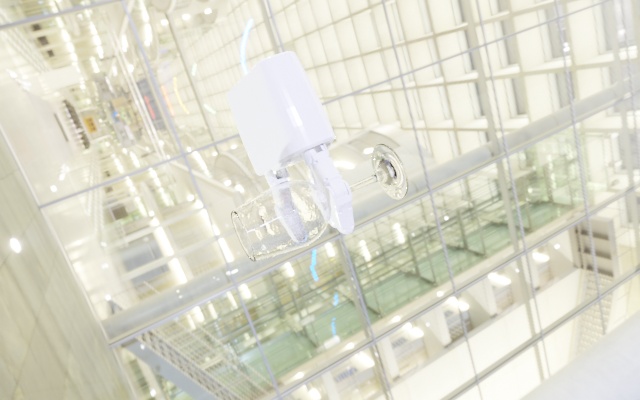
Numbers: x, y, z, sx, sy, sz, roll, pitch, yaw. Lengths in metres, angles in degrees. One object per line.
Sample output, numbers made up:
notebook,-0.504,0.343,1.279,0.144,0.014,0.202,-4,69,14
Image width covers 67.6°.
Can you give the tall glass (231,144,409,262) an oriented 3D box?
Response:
tall glass,0.001,0.002,0.557,0.201,0.079,0.079,-24,9,-20
